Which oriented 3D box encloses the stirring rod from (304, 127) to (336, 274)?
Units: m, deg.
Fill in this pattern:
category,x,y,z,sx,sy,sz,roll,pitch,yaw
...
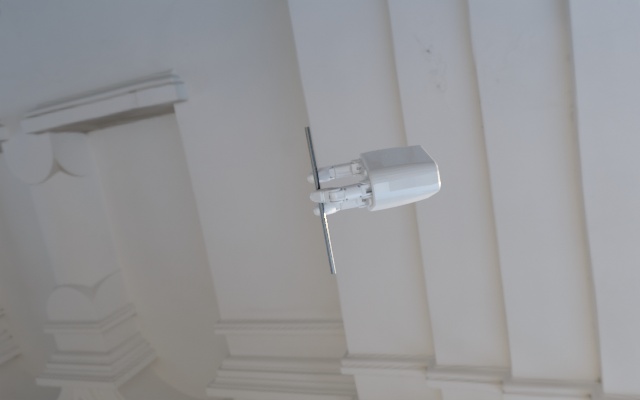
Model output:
category,x,y,z,sx,sy,sz,roll,pitch,yaw
stirring rod,0.000,0.002,0.761,0.011,0.239,0.011,-10,10,2
